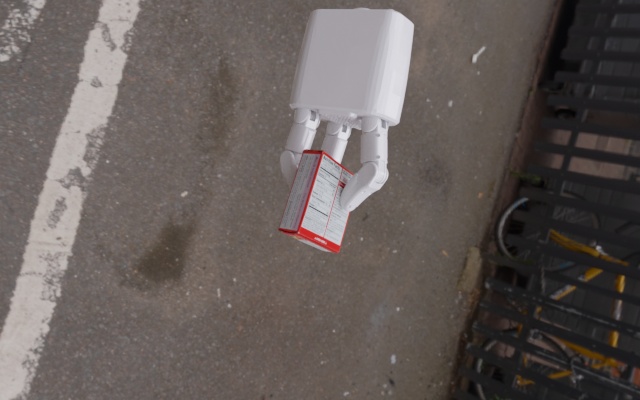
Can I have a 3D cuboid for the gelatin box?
[{"bbox_3d":[0.000,0.002,0.493,0.030,0.089,0.073,6,-16,38],"label":"gelatin box"}]
